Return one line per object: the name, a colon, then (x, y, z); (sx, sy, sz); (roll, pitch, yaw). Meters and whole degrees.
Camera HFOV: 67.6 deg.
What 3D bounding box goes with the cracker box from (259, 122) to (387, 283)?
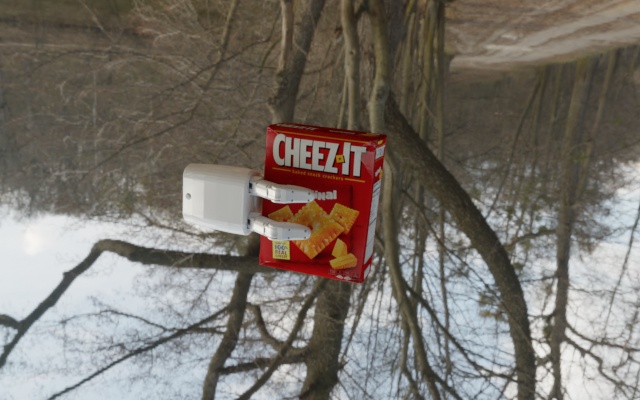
cracker box: (0.000, 0.002, 0.703); (0.164, 0.214, 0.072); (9, 15, 16)
